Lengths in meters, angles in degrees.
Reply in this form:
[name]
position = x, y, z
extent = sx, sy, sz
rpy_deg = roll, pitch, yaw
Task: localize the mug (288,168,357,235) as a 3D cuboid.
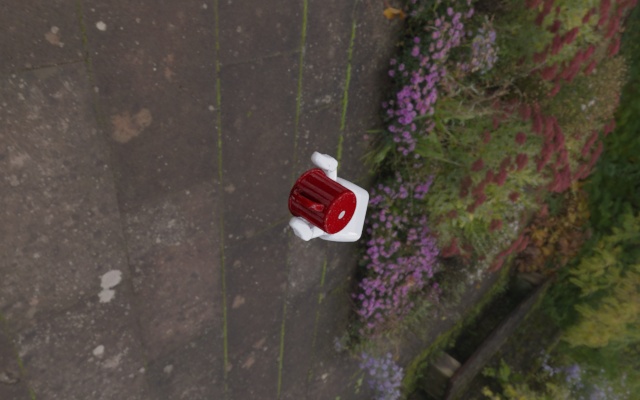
[mug]
position = 0.000, 0.002, 0.786
extent = 0.081, 0.093, 0.117
rpy_deg = 32, 10, 33
